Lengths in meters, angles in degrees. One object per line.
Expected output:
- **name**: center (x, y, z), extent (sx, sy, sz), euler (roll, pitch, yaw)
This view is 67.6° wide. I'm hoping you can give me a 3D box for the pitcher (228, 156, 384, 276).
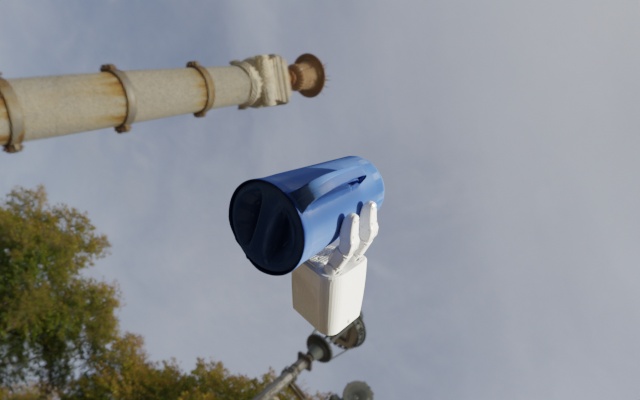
- **pitcher**: center (0.000, 0.002, 0.704), extent (0.149, 0.145, 0.243), euler (15, 24, 33)
